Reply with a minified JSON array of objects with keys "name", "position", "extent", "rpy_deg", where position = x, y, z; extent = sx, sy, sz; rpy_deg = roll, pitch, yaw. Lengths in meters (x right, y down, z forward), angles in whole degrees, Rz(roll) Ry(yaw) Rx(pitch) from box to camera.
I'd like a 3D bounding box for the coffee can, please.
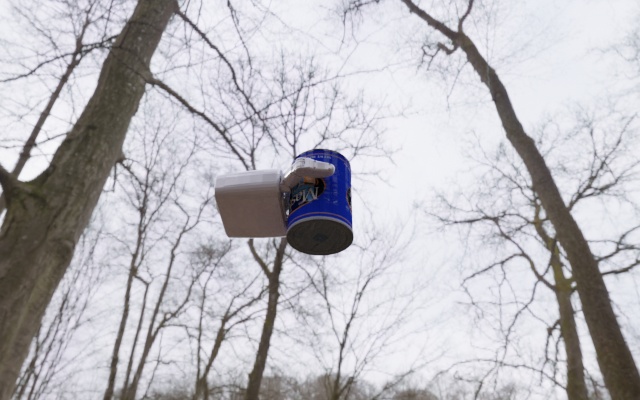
[{"name":"coffee can","position":[0.000,0.003,0.764],"extent":[0.103,0.140,0.103],"rpy_deg":[1,-37,0]}]
